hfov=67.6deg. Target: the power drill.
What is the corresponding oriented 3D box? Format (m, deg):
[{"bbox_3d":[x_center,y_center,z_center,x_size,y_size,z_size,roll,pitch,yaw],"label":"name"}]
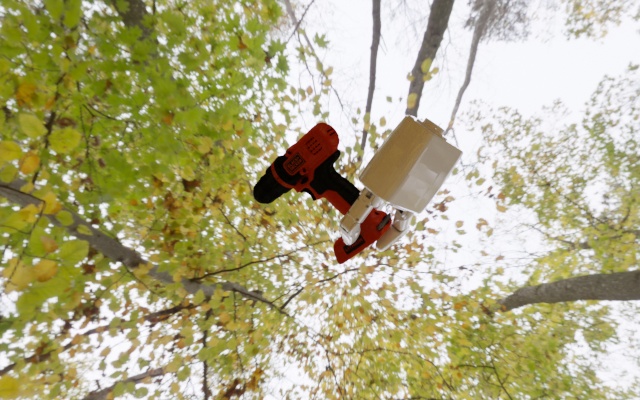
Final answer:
[{"bbox_3d":[0.001,0.003,0.716,0.184,0.187,0.057,-39,3,38],"label":"power drill"}]
